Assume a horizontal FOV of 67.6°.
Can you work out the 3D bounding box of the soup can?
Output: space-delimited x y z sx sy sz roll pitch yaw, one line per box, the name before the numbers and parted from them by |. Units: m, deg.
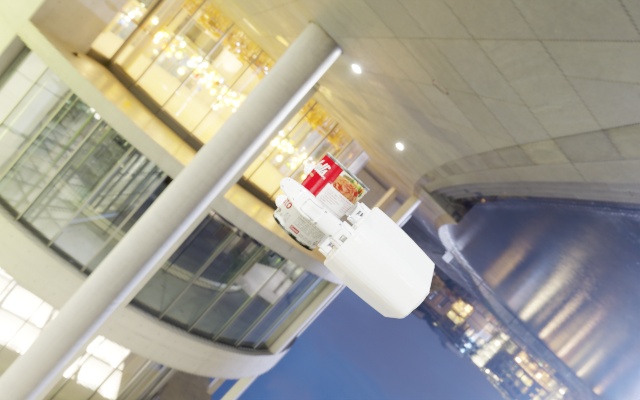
soup can | 0.000 0.002 0.575 0.068 0.102 0.068 42 4 -4
